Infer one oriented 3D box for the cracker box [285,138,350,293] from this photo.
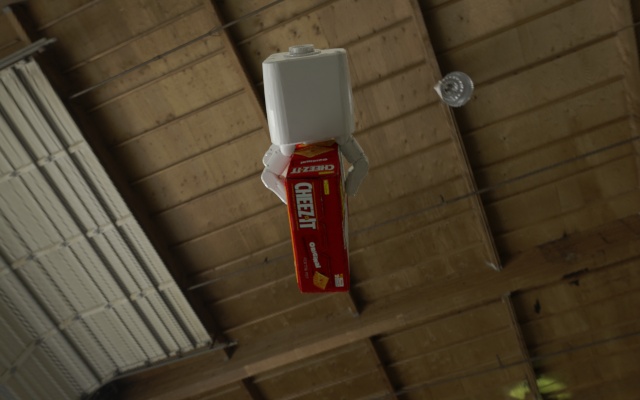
[{"bbox_3d":[0.000,0.002,0.670,0.072,0.164,0.213,-5,24,5],"label":"cracker box"}]
